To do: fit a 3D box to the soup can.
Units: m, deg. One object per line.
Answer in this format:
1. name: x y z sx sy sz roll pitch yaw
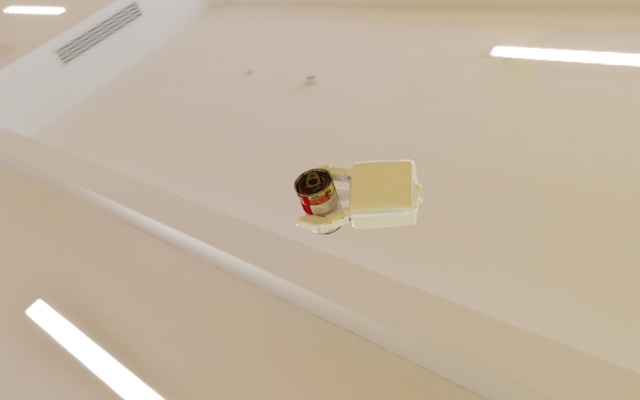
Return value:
1. soup can: 0.000 0.003 0.845 0.068 0.068 0.102 0 -44 21
